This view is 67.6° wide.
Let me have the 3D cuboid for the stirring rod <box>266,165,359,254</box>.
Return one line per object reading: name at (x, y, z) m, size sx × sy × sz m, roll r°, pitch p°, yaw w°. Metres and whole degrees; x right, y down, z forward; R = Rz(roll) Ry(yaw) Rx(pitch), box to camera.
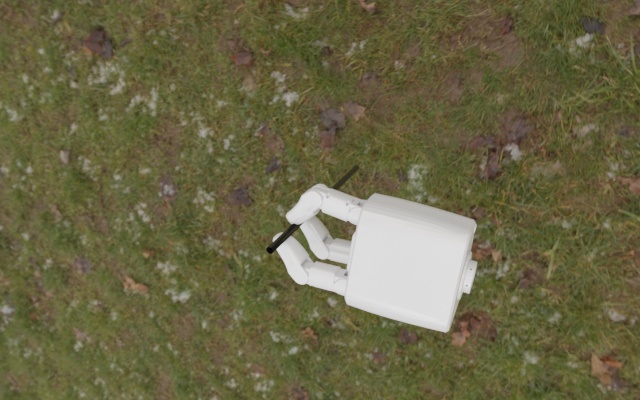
stirring rod at (0.000, 0.002, 0.575) m, size 0.011 × 0.011 × 0.239 m, roll 0°, pitch 24°, yaw 28°
